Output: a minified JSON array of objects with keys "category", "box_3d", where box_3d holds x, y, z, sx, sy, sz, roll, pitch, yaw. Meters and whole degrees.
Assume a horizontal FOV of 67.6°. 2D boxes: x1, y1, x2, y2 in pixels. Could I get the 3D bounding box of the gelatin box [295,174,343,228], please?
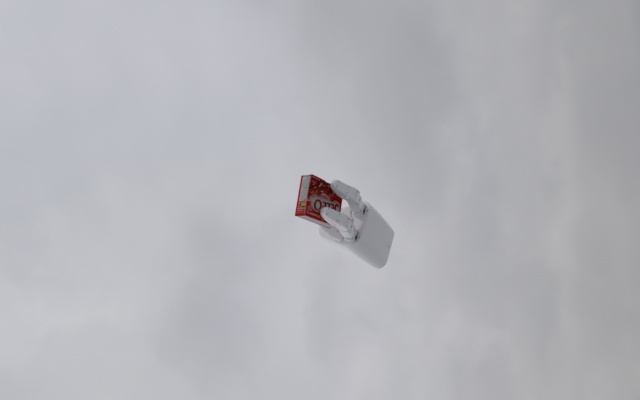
[{"category":"gelatin box","box_3d":[0.000,0.003,0.830,0.030,0.073,0.089,-5,-20,43]}]
